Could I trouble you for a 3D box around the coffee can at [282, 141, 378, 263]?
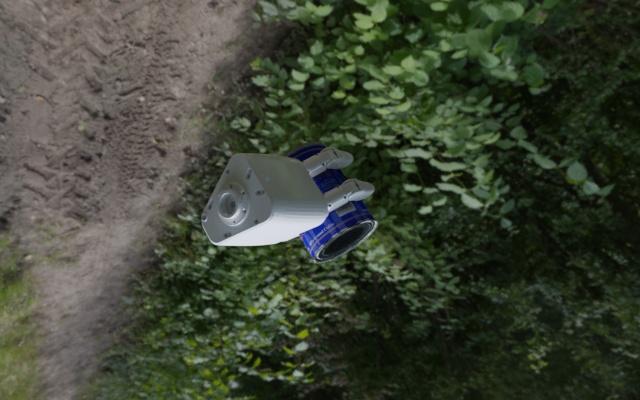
[{"bbox_3d":[0.000,0.002,0.676,0.103,0.140,0.103,-28,-21,-12],"label":"coffee can"}]
